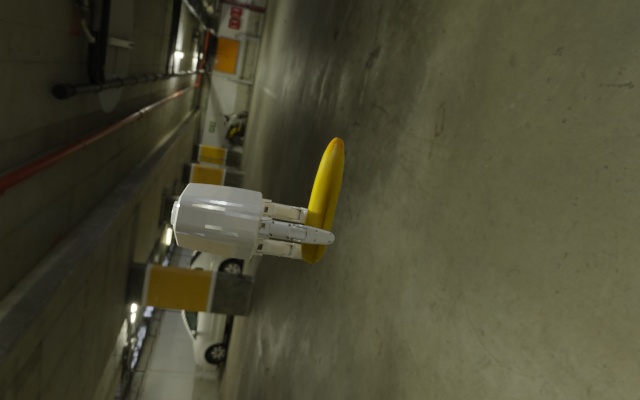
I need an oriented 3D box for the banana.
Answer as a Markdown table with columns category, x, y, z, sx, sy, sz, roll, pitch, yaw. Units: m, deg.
| category | x | y | z | sx | sy | sz | roll | pitch | yaw |
| --- | --- | --- | --- | --- | --- | --- | --- | --- | --- |
| banana | 0.000 | 0.012 | 0.668 | 0.037 | 0.198 | 0.069 | 11 | 21 | -7 |
